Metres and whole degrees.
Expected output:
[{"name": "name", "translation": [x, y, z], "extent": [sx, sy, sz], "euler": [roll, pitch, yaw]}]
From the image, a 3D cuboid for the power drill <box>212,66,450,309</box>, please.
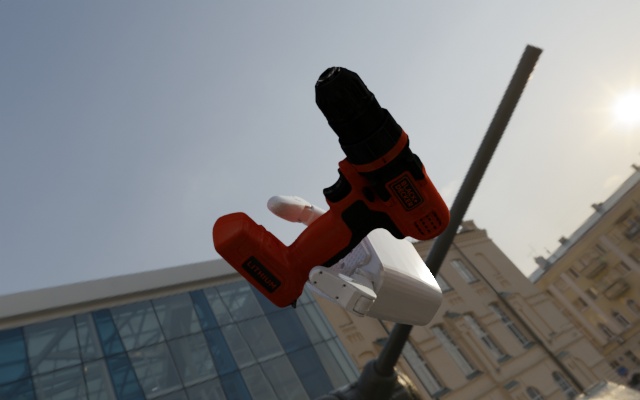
[{"name": "power drill", "translation": [0.000, 0.002, 0.419], "extent": [0.188, 0.184, 0.057], "euler": [-33, 29, 13]}]
